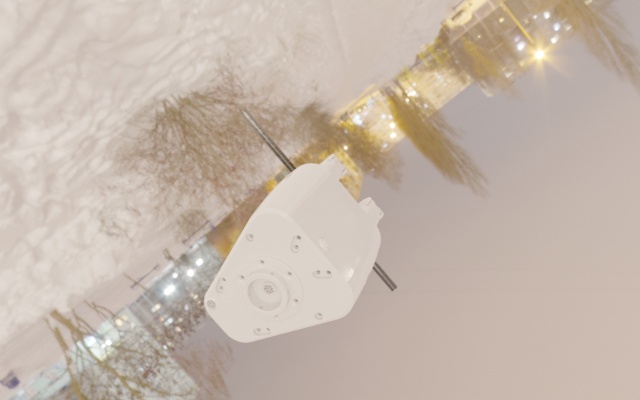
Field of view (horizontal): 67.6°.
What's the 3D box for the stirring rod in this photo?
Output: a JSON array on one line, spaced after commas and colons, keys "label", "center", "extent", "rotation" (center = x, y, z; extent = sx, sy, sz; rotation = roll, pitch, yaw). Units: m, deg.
[{"label": "stirring rod", "center": [0.000, 0.002, 0.492], "extent": [0.011, 0.239, 0.011], "rotation": [-40, 5, 4]}]
